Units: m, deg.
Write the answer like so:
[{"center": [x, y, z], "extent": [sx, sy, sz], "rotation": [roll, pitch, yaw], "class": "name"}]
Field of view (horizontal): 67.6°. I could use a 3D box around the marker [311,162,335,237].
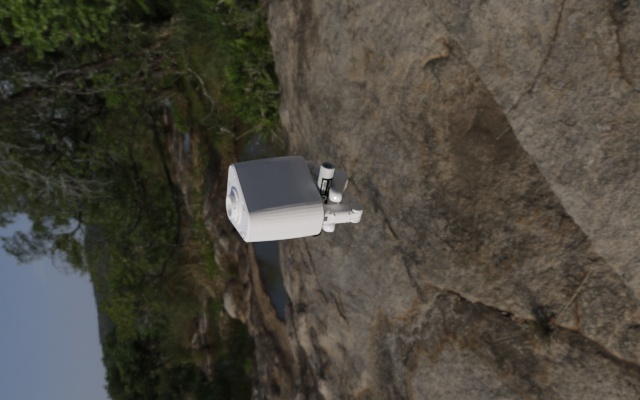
[{"center": [0.000, 0.002, 0.666], "extent": [0.020, 0.121, 0.020], "rotation": [8, 35, -6], "class": "marker"}]
